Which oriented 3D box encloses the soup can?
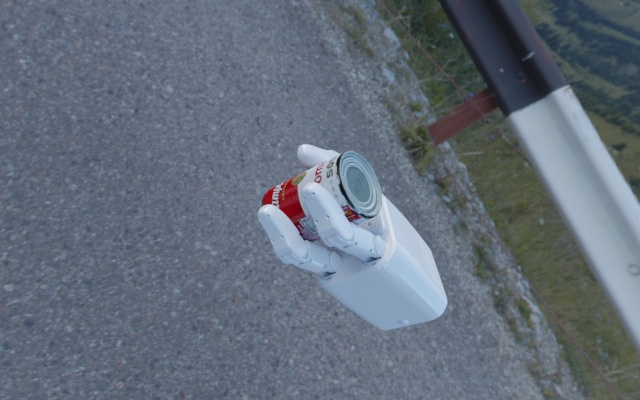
[{"bbox_3d":[0.000,0.001,0.465,0.102,0.068,0.068,-24,-14,35],"label":"soup can"}]
